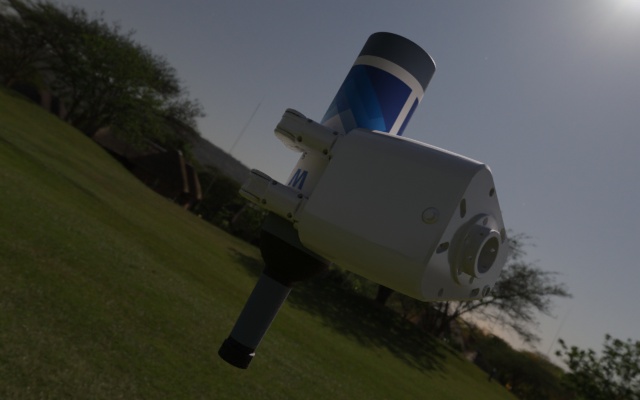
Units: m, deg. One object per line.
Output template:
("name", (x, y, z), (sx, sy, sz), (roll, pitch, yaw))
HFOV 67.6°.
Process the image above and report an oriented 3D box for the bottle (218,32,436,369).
("bottle", (0.000, 0.001, 0.401), (0.069, 0.295, 0.069), (29, -7, 4))
